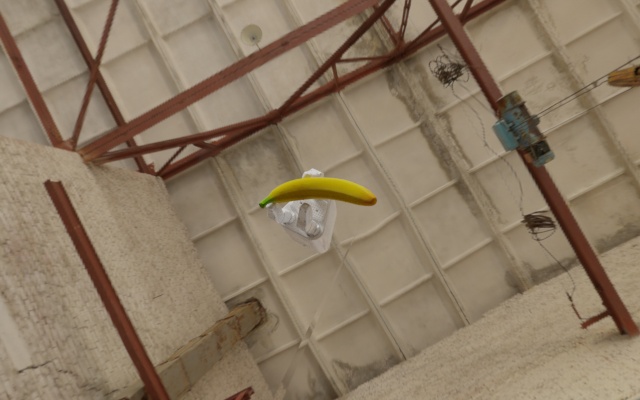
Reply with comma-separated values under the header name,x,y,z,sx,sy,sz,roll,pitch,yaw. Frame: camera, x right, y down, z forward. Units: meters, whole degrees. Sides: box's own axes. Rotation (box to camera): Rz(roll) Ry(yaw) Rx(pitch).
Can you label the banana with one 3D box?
name,x,y,z,sx,sy,sz,roll,pitch,yaw
banana,-0.001,-0.011,0.809,0.198,0.069,0.037,-3,-43,13
